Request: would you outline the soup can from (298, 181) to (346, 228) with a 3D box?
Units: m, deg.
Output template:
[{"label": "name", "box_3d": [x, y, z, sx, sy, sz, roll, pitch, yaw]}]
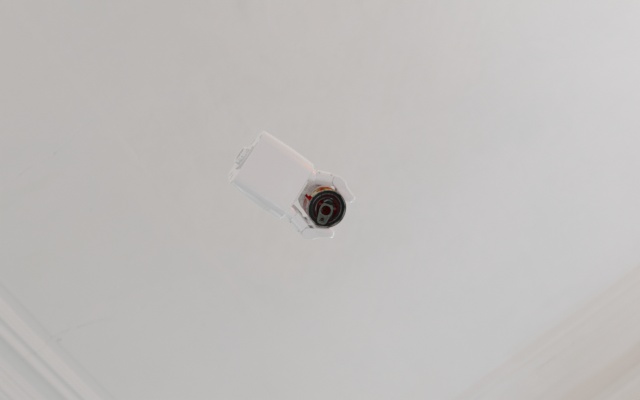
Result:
[{"label": "soup can", "box_3d": [0.001, 0.003, 0.860, 0.068, 0.068, 0.102, 0, 14, -13]}]
